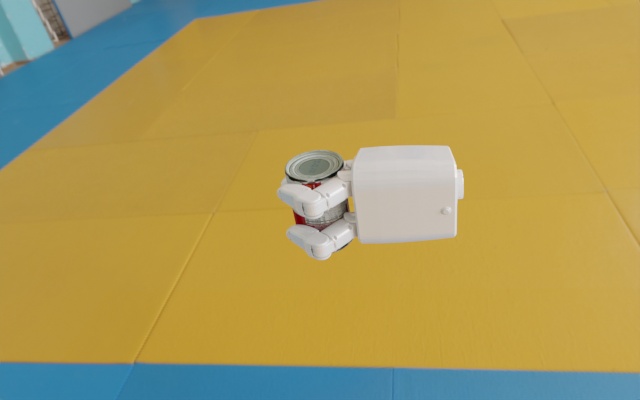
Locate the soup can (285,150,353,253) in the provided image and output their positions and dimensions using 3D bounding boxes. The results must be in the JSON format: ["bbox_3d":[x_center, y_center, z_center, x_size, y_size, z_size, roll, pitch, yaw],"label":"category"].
[{"bbox_3d":[0.000,0.002,0.551,0.068,0.102,0.068,-7,34,5],"label":"soup can"}]
